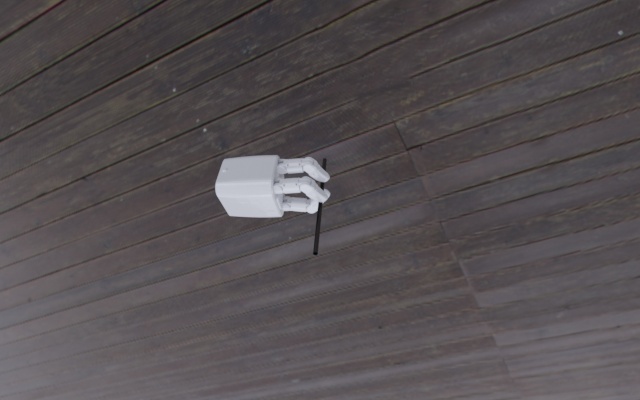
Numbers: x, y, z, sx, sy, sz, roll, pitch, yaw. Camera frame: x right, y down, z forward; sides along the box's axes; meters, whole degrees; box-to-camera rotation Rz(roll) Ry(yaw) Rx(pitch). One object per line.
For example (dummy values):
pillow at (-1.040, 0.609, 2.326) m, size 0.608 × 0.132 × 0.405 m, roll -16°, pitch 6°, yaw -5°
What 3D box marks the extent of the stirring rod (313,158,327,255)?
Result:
stirring rod at (0.000, 0.003, 0.862) m, size 0.011 × 0.011 × 0.239 m, roll 0°, pitch 44°, yaw 6°
